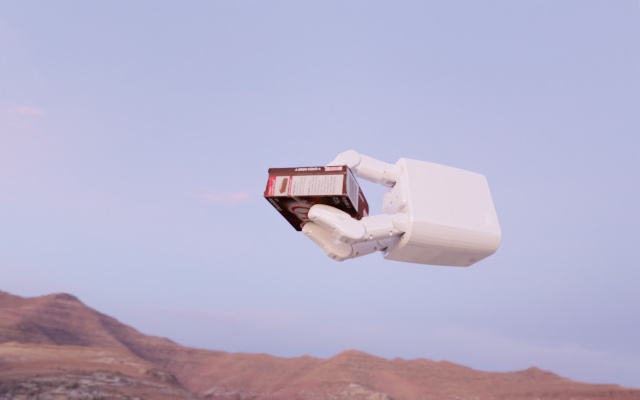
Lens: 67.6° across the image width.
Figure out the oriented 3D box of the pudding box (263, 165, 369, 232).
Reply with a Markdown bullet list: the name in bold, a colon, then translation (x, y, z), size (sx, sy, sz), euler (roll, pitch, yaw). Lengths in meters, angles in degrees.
- **pudding box**: translation (0.000, 0.002, 0.527), size (0.090, 0.039, 0.113), euler (-2, -25, 17)
